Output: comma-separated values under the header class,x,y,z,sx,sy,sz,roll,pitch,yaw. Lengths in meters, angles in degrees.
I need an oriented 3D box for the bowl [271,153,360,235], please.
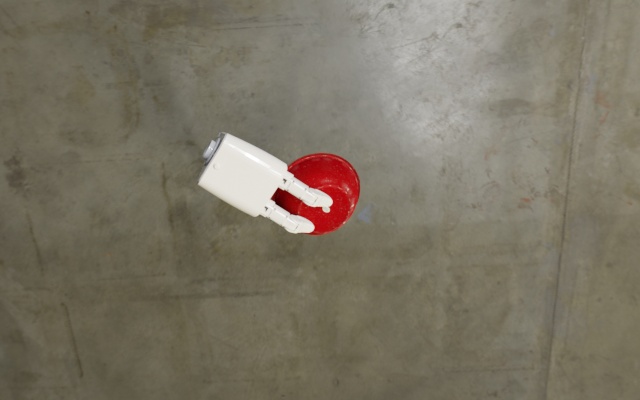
class,x,y,z,sx,sy,sz,roll,pitch,yaw
bowl,0.001,0.003,0.817,0.162,0.162,0.055,0,29,-18
